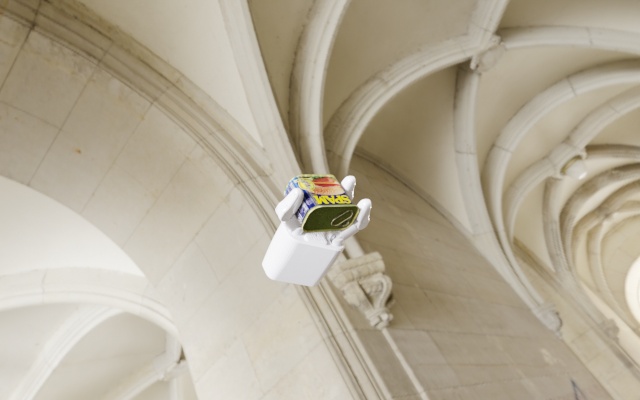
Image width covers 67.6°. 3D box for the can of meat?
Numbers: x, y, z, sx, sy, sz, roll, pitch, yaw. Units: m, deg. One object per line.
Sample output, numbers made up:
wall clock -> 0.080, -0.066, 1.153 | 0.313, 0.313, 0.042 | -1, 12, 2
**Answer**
can of meat -> 0.000, 0.002, 0.790 | 0.102, 0.057, 0.084 | -1, 43, -35
